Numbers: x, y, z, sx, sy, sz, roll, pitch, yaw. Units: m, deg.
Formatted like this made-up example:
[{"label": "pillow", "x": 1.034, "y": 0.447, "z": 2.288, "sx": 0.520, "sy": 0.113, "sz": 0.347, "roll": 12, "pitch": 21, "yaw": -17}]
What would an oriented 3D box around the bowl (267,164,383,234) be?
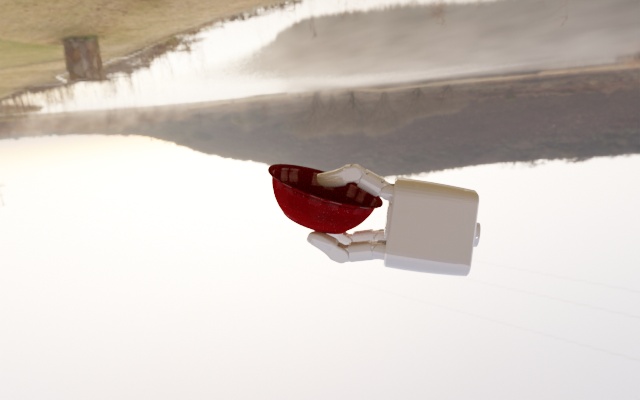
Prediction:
[{"label": "bowl", "x": -0.001, "y": 0.002, "z": 0.645, "sx": 0.162, "sy": 0.055, "sz": 0.162, "roll": 16, "pitch": 15, "yaw": -4}]
